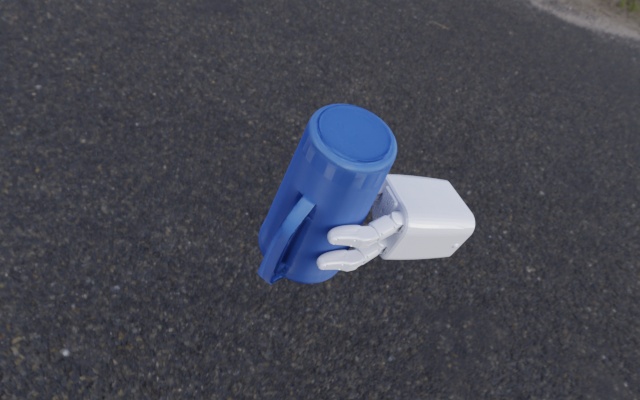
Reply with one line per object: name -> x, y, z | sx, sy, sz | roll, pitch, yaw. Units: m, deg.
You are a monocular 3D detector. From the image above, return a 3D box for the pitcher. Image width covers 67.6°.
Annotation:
pitcher -> 0.000, 0.002, 0.620 | 0.145, 0.149, 0.243 | 3, -38, -18
